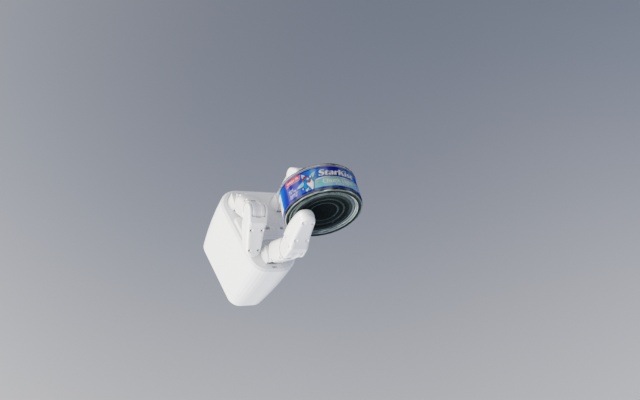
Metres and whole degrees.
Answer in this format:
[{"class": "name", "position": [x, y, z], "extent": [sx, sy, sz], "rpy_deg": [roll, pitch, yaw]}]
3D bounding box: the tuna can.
[{"class": "tuna can", "position": [0.000, 0.002, 0.501], "extent": [0.086, 0.033, 0.086], "rpy_deg": [-10, -35, -7]}]
